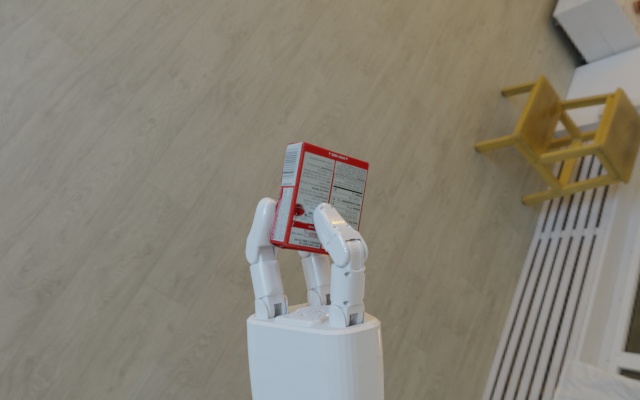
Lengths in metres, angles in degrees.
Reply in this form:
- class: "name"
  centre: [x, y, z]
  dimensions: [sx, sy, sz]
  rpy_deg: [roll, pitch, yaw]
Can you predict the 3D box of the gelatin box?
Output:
- class: "gelatin box"
  centre: [0.000, 0.001, 0.412]
  dimensions: [0.073, 0.089, 0.030]
  rpy_deg: [13, -6, -34]
